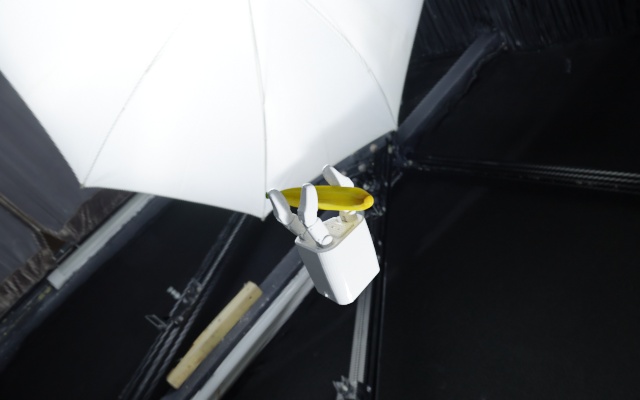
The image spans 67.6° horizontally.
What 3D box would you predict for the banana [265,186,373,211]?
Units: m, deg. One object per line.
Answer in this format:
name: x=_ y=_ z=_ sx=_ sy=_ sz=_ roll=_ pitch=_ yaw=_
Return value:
banana: x=0.008 y=-0.002 z=0.740 sx=0.198 sy=0.037 sz=0.069 roll=1 pitch=13 yaw=37
